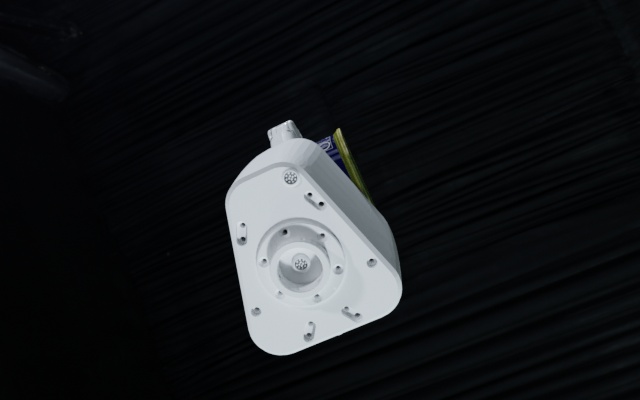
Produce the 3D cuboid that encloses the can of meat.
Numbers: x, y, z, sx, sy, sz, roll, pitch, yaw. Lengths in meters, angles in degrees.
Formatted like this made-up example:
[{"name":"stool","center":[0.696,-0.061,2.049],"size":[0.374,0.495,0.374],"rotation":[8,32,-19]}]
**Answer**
[{"name":"can of meat","center":[0.000,0.001,0.419],"size":[0.084,0.102,0.057],"rotation":[-24,14,7]}]
